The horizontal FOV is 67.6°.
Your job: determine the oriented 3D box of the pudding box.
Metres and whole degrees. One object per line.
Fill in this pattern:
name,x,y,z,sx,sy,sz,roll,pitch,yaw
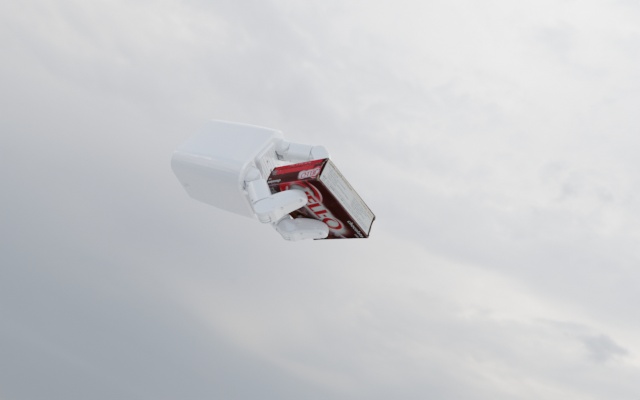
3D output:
pudding box,0.000,0.002,0.577,0.090,0.039,0.113,-5,-40,42
